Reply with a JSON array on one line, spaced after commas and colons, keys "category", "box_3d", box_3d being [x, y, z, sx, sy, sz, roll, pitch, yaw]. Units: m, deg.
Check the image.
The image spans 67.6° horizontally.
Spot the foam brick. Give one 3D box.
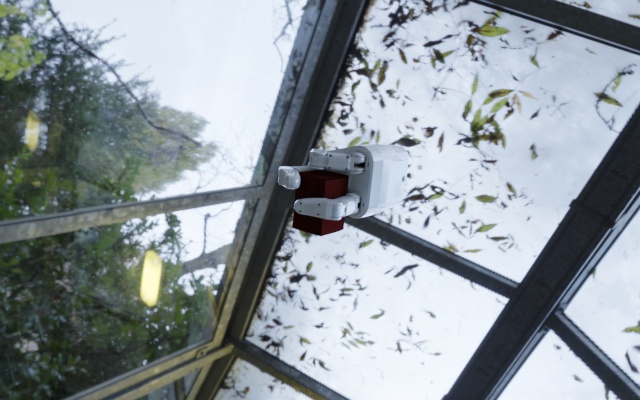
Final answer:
[{"category": "foam brick", "box_3d": [0.000, 0.002, 0.640, 0.053, 0.078, 0.051, 16, 17, 36]}]
